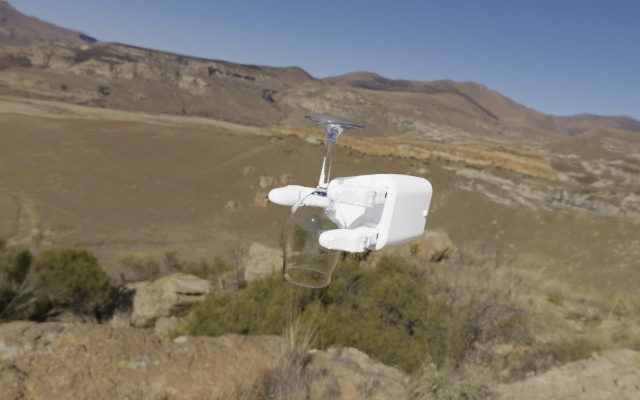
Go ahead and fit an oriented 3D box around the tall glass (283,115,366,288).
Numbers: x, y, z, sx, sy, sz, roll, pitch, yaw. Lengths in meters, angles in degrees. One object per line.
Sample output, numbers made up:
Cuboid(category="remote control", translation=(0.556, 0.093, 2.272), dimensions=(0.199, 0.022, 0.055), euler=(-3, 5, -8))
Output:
Cuboid(category="tall glass", translation=(0.000, 0.001, 0.585), dimensions=(0.079, 0.201, 0.079), euler=(10, 11, -2))
